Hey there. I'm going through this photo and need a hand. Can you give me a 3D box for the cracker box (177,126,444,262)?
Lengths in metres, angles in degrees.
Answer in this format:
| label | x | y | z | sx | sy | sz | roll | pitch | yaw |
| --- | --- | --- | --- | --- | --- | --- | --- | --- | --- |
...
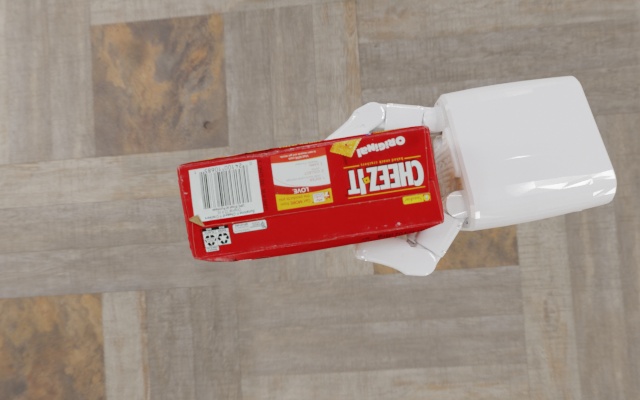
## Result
| label | x | y | z | sx | sy | sz | roll | pitch | yaw |
| --- | --- | --- | --- | --- | --- | --- | --- | --- | --- |
| cracker box | 0.000 | 0.001 | 0.401 | 0.164 | 0.072 | 0.214 | -9 | -3 | 4 |
